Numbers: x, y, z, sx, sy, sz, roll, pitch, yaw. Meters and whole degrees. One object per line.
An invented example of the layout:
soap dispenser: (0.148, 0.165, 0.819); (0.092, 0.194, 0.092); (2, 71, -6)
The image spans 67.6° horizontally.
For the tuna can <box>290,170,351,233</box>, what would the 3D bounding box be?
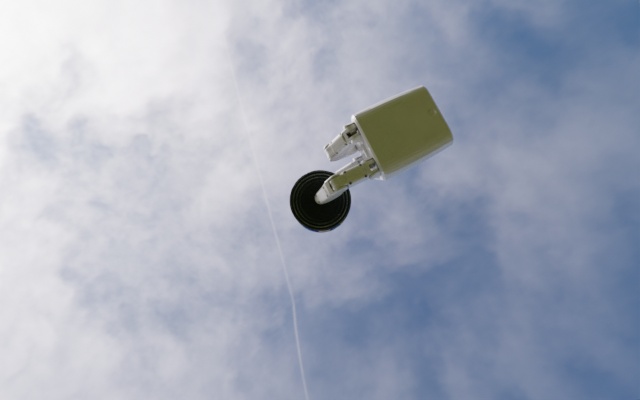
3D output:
tuna can: (0.000, 0.002, 0.676); (0.086, 0.086, 0.034); (0, -10, 1)
